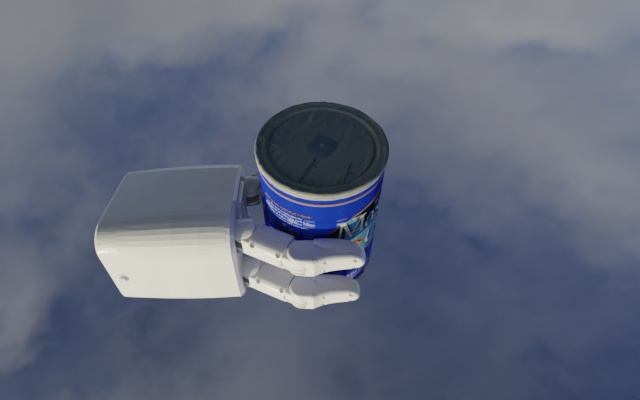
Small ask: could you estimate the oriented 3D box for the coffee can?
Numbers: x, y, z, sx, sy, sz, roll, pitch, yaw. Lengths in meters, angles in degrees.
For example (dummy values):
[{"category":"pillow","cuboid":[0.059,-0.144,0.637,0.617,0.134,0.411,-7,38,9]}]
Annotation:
[{"category":"coffee can","cuboid":[0.000,0.001,0.417,0.103,0.102,0.140,0,-39,-1]}]
